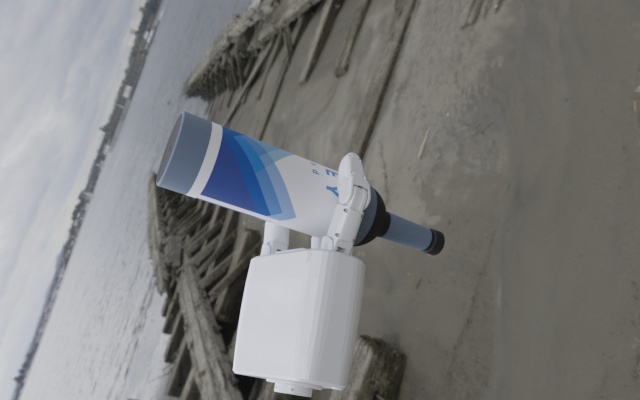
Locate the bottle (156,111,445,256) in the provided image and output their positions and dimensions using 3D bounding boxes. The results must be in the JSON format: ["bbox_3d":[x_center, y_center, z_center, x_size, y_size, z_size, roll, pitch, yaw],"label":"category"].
[{"bbox_3d":[0.000,0.001,0.459,0.296,0.069,0.069,20,-8,-24],"label":"bottle"}]
